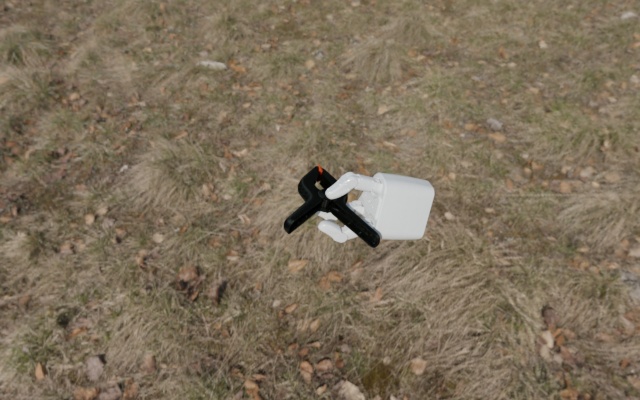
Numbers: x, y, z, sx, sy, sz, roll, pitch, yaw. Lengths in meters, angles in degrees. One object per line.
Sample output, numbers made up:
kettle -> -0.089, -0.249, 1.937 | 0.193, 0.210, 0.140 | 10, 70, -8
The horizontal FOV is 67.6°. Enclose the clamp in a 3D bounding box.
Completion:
clamp -> 0.000, 0.002, 0.838 | 0.164, 0.036, 0.209 | 8, 34, -23
